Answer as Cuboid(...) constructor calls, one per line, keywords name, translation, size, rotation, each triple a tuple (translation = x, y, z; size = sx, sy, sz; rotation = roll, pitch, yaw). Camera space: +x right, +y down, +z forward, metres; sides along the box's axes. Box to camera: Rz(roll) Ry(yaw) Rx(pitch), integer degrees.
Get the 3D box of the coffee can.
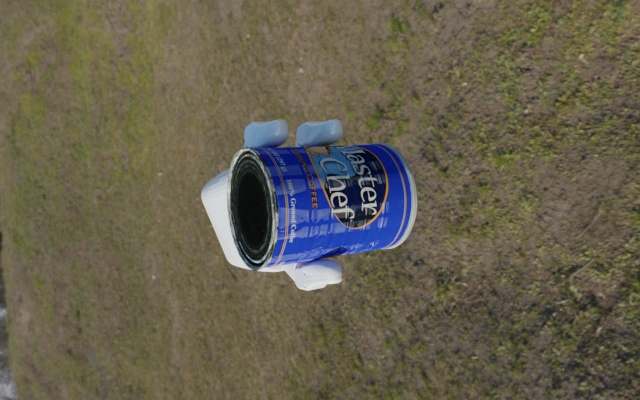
Cuboid(name="coffee can", translation=(0.000, 0.001, 0.429), size=(0.140, 0.103, 0.103), rotation=(-5, 3, -30))
